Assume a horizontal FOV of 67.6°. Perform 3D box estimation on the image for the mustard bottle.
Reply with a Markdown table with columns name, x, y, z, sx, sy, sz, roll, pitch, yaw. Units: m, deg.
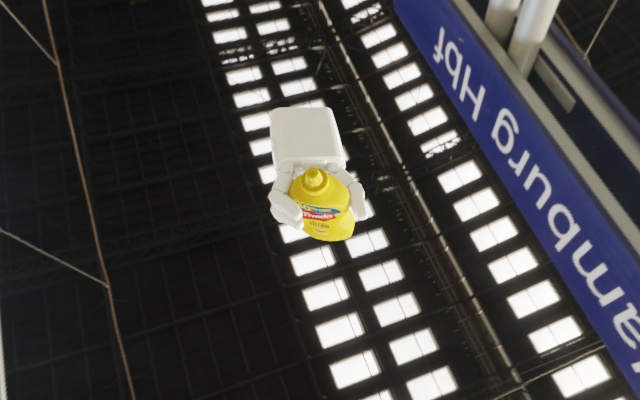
| name | x | y | z | sx | sy | sz | roll | pitch | yaw |
| --- | --- | --- | --- | --- | --- | --- | --- | --- | --- |
| mustard bottle | 0.000 | 0.003 | 0.747 | 0.096 | 0.058 | 0.192 | 11 | -24 | 13 |
